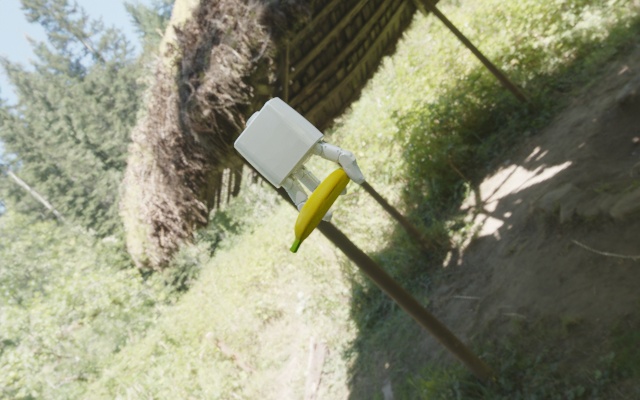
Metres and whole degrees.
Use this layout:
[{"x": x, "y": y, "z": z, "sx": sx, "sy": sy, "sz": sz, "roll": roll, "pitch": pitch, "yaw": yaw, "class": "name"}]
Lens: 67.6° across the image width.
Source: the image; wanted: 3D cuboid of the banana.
[{"x": 0.005, "y": -0.004, "z": 0.770, "sx": 0.037, "sy": 0.197, "sz": 0.070, "roll": 38, "pitch": -37, "yaw": 0, "class": "banana"}]
